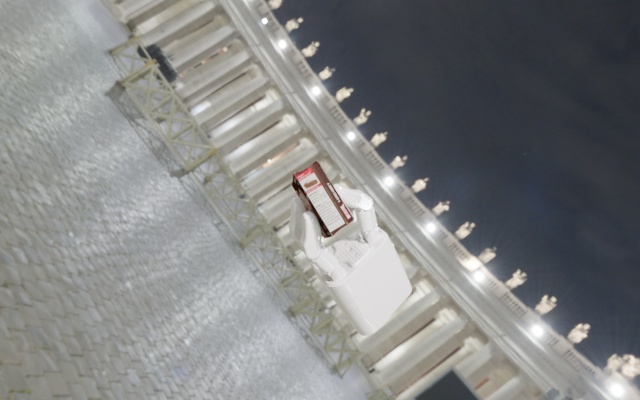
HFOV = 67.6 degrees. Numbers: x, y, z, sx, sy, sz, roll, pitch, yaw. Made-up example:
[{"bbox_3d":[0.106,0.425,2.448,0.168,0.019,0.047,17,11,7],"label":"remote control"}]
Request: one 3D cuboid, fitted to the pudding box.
[{"bbox_3d":[0.000,0.002,0.624,0.039,0.090,0.113,-32,-2,-9],"label":"pudding box"}]
